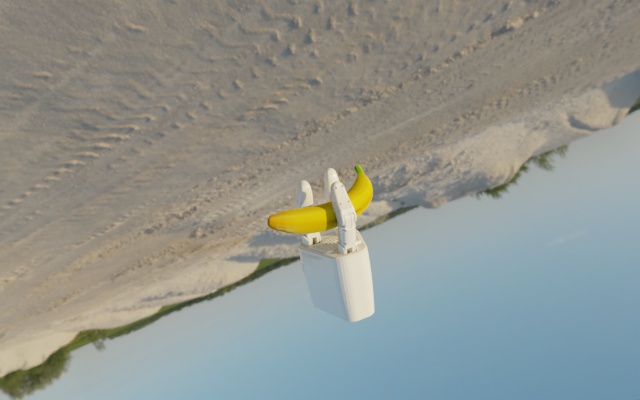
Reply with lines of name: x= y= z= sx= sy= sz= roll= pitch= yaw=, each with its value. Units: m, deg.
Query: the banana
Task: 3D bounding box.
banana: x=0.016 y=0.009 z=0.685 sx=0.069 sy=0.037 sz=0.197 roll=31 pitch=43 yaw=32
